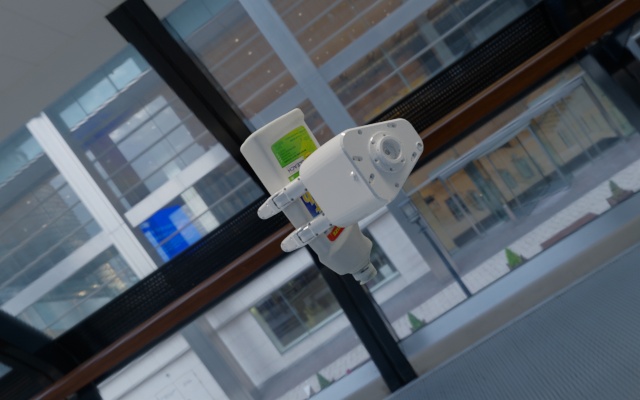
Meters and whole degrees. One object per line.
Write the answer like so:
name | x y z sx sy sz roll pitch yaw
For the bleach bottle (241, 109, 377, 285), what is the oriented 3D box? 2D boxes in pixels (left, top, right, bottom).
bleach bottle | 0.000 0.002 0.664 0.102 0.251 0.068 -37 2 -31
